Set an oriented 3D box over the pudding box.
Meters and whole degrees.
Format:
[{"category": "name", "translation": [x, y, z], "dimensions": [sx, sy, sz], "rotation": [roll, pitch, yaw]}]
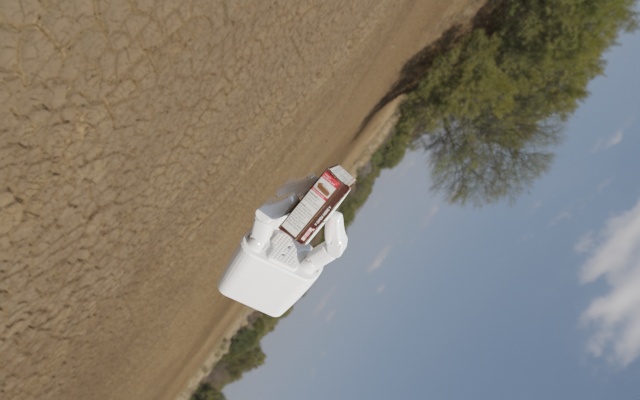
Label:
[{"category": "pudding box", "translation": [0.000, 0.002, 0.578], "dimensions": [0.039, 0.090, 0.113], "rotation": [39, 10, 0]}]
